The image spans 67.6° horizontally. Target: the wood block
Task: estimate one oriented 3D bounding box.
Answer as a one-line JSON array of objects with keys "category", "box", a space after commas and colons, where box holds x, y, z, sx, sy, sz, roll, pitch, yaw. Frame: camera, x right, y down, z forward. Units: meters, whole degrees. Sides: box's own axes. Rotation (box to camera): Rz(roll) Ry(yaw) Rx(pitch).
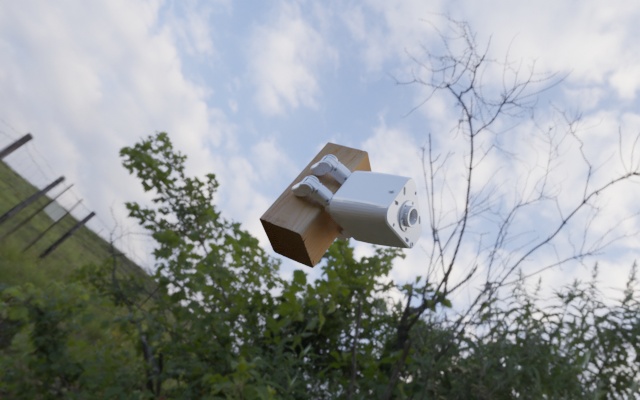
[{"category": "wood block", "box": [0.001, 0.003, 0.829, 0.090, 0.091, 0.206, 18, 53, 32]}]
